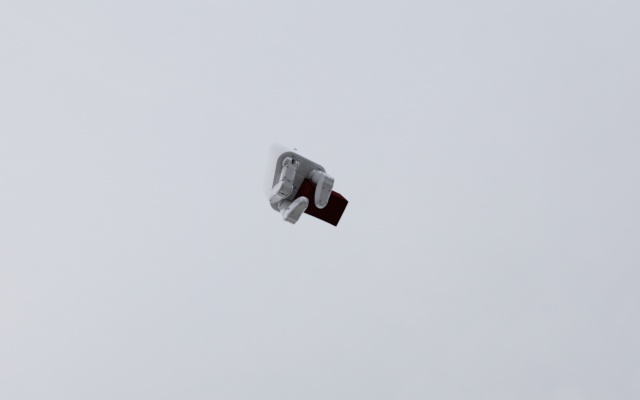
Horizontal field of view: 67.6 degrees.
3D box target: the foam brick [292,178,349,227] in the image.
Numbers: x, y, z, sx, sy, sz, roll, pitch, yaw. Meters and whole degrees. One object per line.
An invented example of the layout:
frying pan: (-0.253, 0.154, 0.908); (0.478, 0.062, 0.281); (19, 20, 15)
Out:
foam brick: (0.000, 0.003, 0.844); (0.078, 0.053, 0.051); (25, 9, -23)
